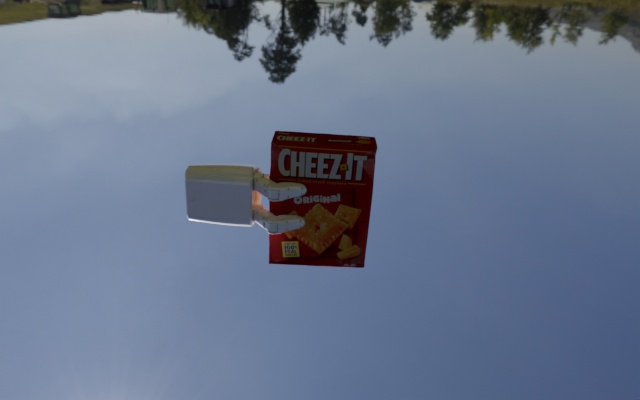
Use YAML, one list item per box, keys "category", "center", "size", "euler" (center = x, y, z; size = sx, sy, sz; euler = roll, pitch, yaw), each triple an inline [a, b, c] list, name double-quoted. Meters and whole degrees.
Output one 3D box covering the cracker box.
- category: "cracker box"
  center: [0.000, 0.003, 0.779]
  size: [0.164, 0.214, 0.072]
  euler: [3, 23, -1]
